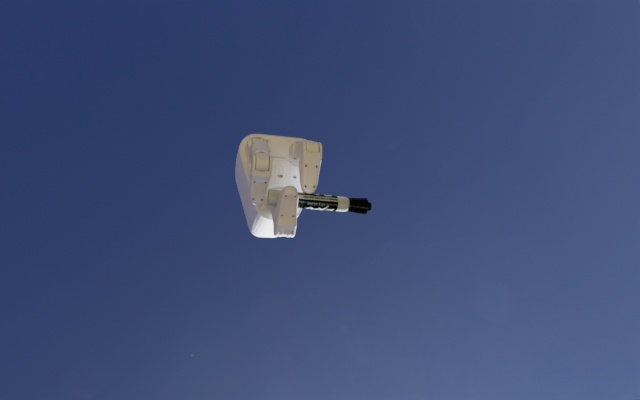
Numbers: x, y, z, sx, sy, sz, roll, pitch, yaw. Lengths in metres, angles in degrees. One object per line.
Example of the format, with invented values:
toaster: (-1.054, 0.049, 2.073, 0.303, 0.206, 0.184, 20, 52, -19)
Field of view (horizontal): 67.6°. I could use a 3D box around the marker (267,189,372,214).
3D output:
marker: (0.000, 0.002, 0.545, 0.121, 0.020, 0.020, 5, -1, -14)
